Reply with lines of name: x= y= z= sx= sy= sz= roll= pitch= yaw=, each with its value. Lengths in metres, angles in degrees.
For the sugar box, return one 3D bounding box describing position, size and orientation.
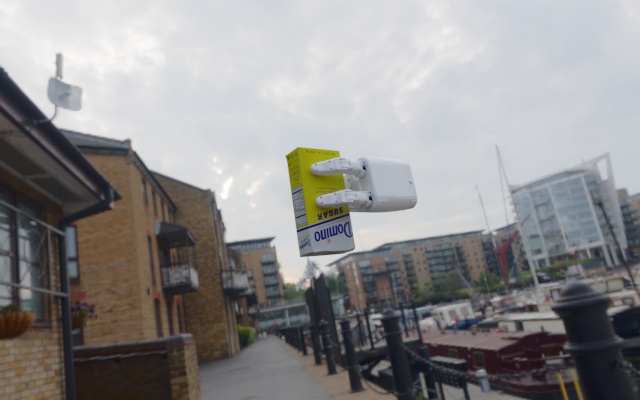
sugar box: x=0.001 y=0.002 z=0.796 sx=0.093 sy=0.176 sz=0.048 roll=0 pitch=-17 yaw=-38
